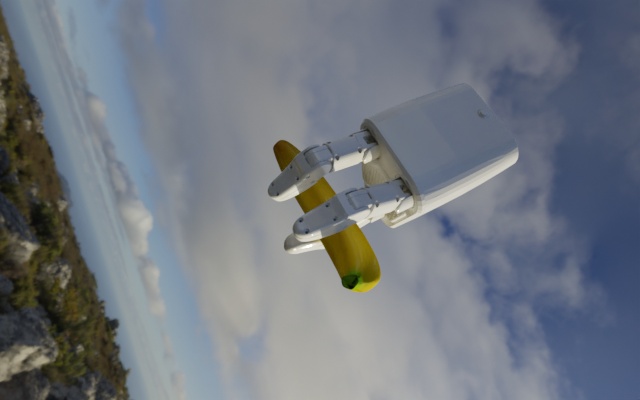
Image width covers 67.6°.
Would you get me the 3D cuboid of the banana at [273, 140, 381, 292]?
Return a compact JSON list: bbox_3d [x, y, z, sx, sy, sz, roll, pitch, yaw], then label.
[{"bbox_3d":[0.008,0.015,0.427,0.037,0.070,0.197,-31,44,-1],"label":"banana"}]
